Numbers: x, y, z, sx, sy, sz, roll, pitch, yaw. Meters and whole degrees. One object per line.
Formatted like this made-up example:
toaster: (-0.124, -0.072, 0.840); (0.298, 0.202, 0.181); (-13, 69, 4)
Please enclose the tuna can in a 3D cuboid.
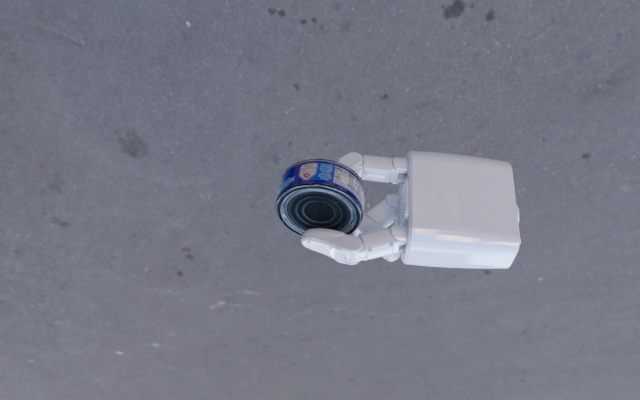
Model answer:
tuna can: (0.000, 0.002, 0.465); (0.086, 0.033, 0.086); (6, -41, 5)
